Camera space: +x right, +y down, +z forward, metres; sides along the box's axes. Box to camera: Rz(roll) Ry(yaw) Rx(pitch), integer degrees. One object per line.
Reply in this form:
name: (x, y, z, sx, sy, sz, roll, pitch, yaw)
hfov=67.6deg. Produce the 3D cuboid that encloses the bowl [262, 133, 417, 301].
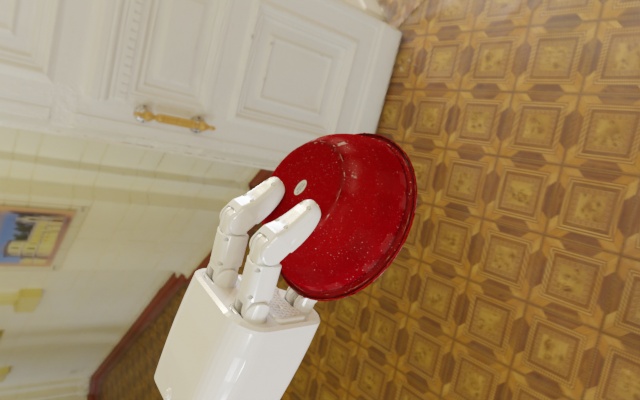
bowl: (0.000, 0.000, 0.414, 0.162, 0.162, 0.055, 0, -23, 43)
